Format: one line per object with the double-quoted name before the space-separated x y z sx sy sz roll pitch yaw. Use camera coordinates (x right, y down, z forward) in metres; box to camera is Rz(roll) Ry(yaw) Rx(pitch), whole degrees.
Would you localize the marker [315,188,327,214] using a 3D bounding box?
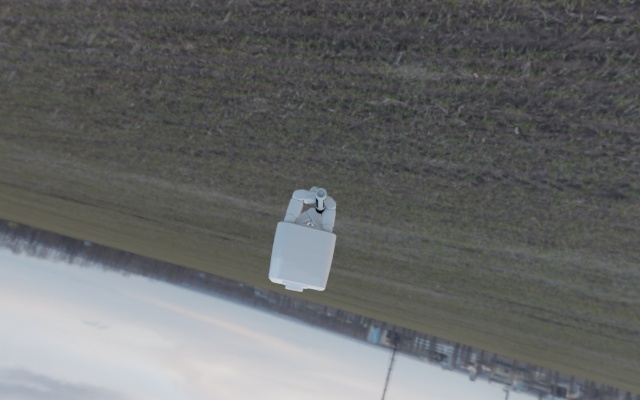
"marker" 0.000 0.003 0.862 0.020 0.020 0.121 0 -15 -1
